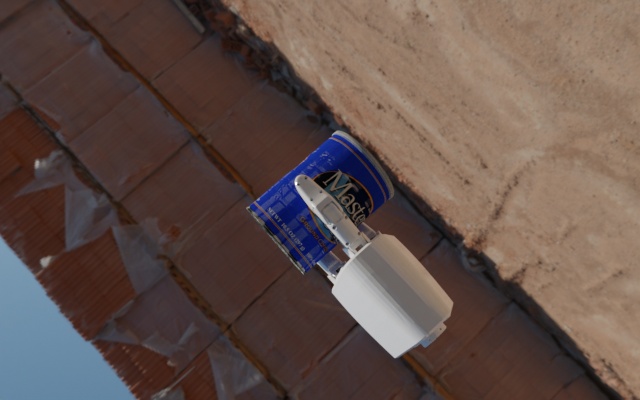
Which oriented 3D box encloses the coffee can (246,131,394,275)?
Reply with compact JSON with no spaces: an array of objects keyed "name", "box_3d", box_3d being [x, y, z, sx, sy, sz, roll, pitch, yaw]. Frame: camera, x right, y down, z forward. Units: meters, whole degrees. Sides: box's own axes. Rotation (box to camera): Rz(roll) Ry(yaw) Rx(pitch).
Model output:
[{"name":"coffee can","box_3d":[0.000,0.002,0.558,0.140,0.103,0.103,-41,7,-8]}]
